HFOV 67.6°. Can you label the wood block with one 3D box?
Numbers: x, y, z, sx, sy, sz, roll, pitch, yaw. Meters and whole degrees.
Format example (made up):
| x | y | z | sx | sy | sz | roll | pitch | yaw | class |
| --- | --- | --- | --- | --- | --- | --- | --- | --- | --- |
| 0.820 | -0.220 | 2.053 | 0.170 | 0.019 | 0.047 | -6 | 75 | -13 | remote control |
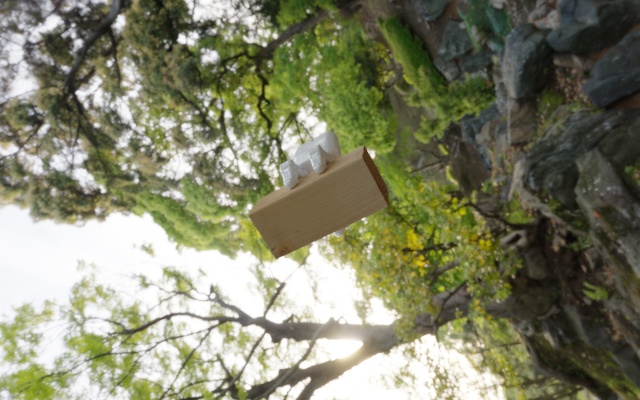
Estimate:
| x | y | z | sx | sy | sz | roll | pitch | yaw | class |
| --- | --- | --- | --- | --- | --- | --- | --- | --- | --- |
| 0.000 | 0.003 | 0.785 | 0.206 | 0.091 | 0.090 | -27 | 14 | 15 | wood block |
